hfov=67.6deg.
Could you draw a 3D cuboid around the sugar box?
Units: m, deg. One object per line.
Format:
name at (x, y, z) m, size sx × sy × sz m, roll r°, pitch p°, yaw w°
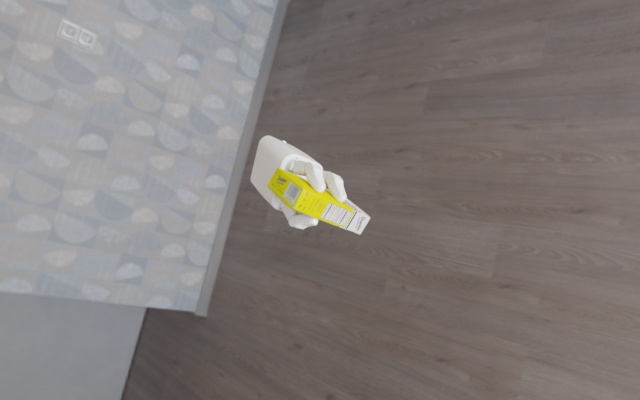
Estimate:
sugar box at (0.000, 0.002, 0.849) m, size 0.176 × 0.048 × 0.093 m, roll 19°, pitch 15°, yaw -43°
